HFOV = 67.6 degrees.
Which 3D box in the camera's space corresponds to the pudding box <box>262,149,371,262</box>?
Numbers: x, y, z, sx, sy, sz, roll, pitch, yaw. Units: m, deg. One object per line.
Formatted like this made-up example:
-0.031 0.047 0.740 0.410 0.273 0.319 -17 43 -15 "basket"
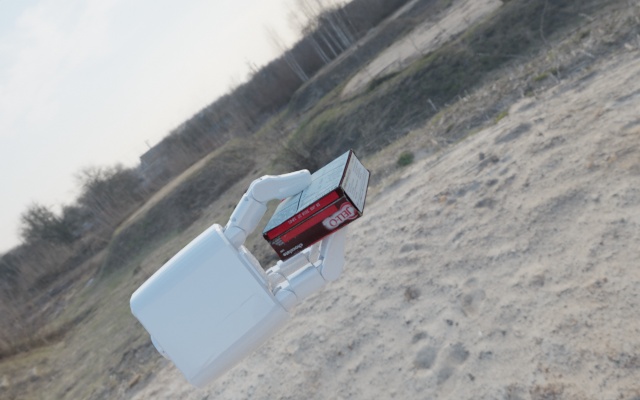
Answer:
0.000 0.001 0.464 0.090 0.039 0.113 -31 16 20 "pudding box"
